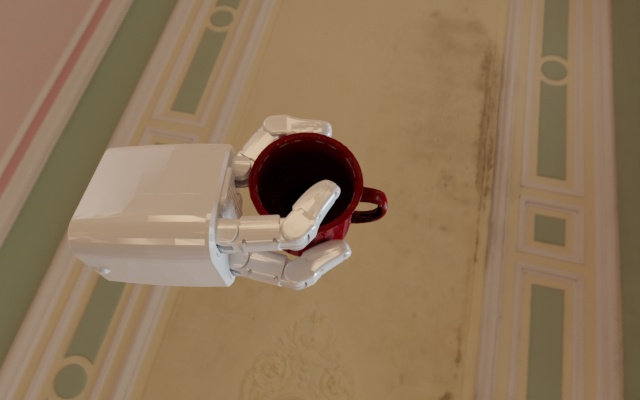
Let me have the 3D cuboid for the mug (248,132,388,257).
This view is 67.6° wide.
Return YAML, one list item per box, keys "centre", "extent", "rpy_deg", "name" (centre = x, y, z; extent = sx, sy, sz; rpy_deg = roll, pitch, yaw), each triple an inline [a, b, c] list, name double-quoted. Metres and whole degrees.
- centre: [0.002, 0.001, 0.421]
  extent: [0.117, 0.093, 0.081]
  rpy_deg: [3, -25, 1]
  name: "mug"
